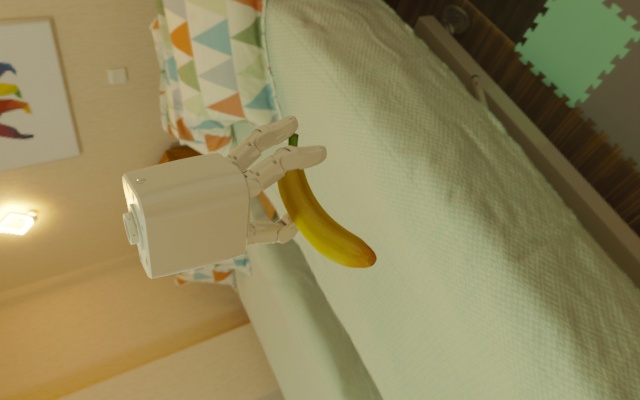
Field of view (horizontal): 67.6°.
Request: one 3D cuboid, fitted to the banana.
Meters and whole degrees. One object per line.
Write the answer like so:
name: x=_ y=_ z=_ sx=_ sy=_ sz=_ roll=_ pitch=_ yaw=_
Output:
banana: x=-0.006 y=0.012 z=0.530 sx=0.037 sy=0.197 sz=0.070 roll=-13 pitch=-38 yaw=-29
